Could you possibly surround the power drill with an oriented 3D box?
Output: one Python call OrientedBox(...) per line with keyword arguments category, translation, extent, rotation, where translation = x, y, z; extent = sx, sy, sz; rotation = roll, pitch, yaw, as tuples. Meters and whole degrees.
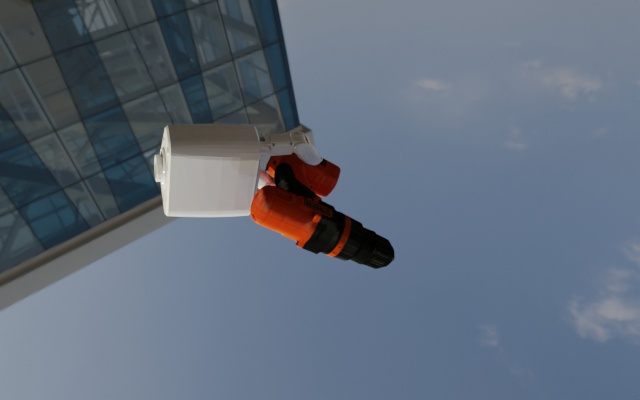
OrientedBox(category="power drill", translation=(0.000, 0.002, 0.613), extent=(0.184, 0.057, 0.187), rotation=(26, 21, -19))
